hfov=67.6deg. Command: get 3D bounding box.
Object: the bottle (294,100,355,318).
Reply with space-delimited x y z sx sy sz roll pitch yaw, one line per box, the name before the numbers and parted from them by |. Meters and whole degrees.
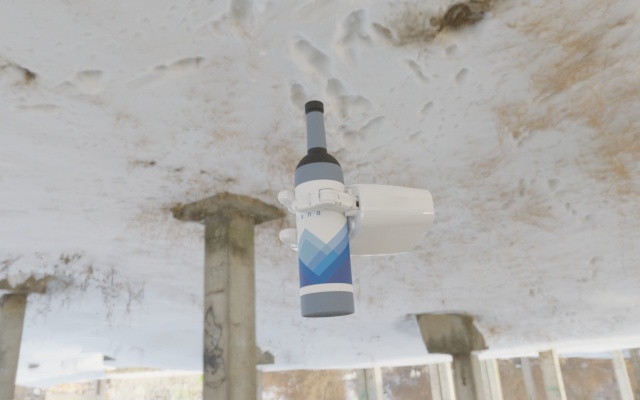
bottle | 0.000 0.002 0.635 0.069 0.295 0.069 -3 -19 -1
